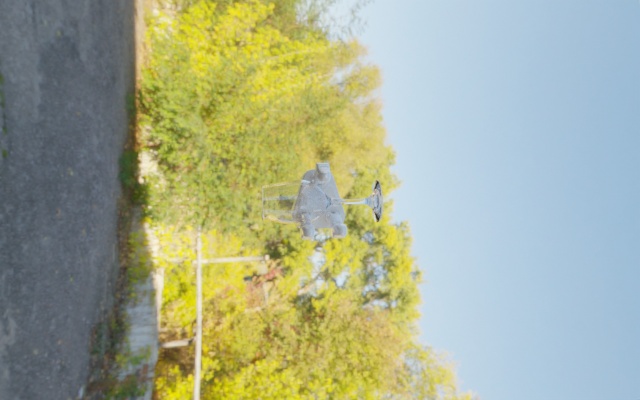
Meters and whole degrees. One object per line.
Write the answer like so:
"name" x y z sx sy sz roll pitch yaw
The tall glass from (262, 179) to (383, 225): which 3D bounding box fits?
"tall glass" 0.001 0.003 0.819 0.201 0.079 0.079 -1 0 -7
